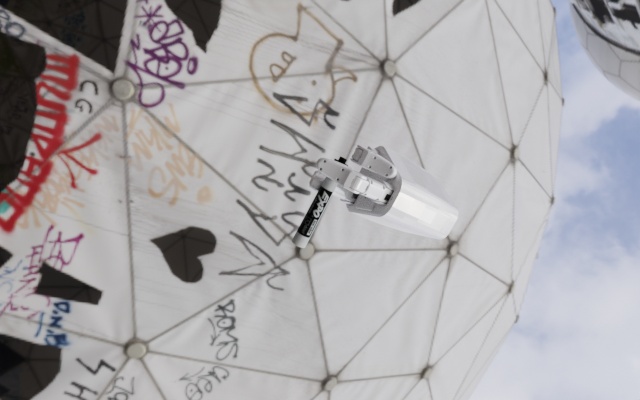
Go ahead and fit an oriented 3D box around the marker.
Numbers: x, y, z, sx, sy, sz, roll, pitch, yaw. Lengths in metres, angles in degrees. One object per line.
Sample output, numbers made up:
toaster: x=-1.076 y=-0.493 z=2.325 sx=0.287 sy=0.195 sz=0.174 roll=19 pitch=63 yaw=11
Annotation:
marker: x=0.000 y=0.002 z=0.580 sx=0.020 sy=0.121 sz=0.020 roll=27 pitch=10 yaw=-5
